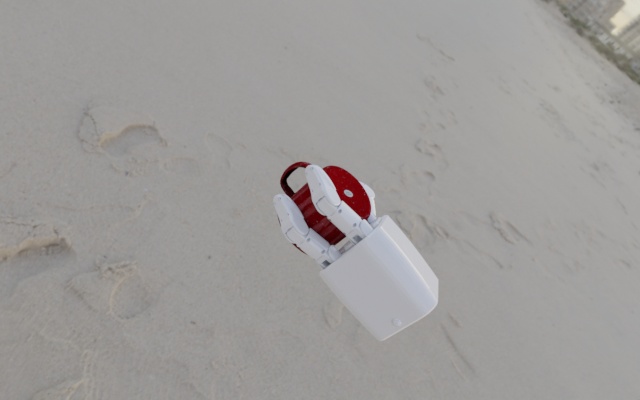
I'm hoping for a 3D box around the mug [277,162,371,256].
[{"bbox_3d":[-0.001,0.001,0.588,0.081,0.117,0.093,-41,-2,32],"label":"mug"}]
